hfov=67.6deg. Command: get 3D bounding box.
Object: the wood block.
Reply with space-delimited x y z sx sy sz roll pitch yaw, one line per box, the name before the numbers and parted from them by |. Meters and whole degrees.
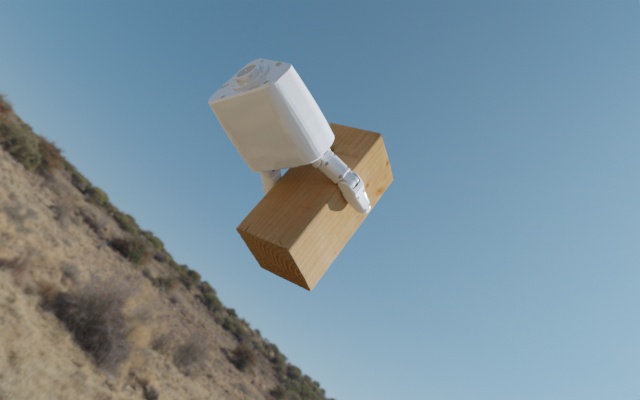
wood block | 0.000 0.002 0.630 0.091 0.206 0.090 19 -33 35
